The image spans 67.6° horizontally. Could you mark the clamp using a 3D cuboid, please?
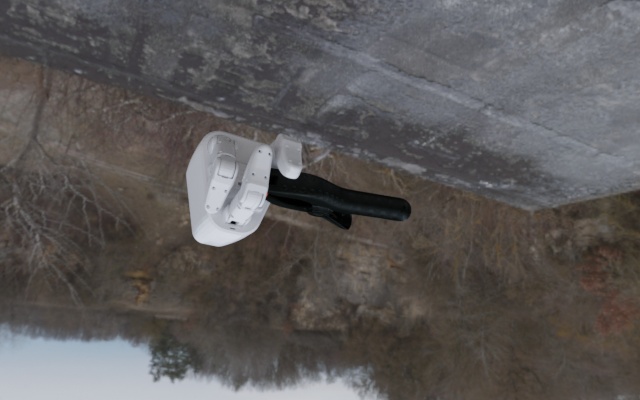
[{"bbox_3d":[0.000,0.002,0.531,0.171,0.039,0.120,17,-23,-22],"label":"clamp"}]
